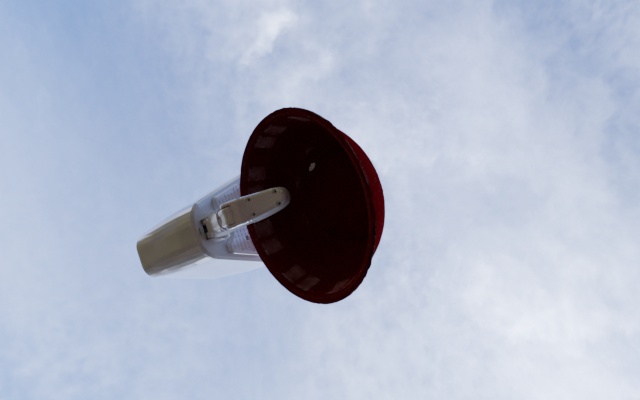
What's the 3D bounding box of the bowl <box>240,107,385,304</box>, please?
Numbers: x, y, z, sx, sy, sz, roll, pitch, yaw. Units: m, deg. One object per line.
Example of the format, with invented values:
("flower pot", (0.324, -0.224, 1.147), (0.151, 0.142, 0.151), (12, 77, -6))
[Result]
("bowl", (0.001, 0.001, 0.402), (0.055, 0.162, 0.162), (-16, 10, -41))
